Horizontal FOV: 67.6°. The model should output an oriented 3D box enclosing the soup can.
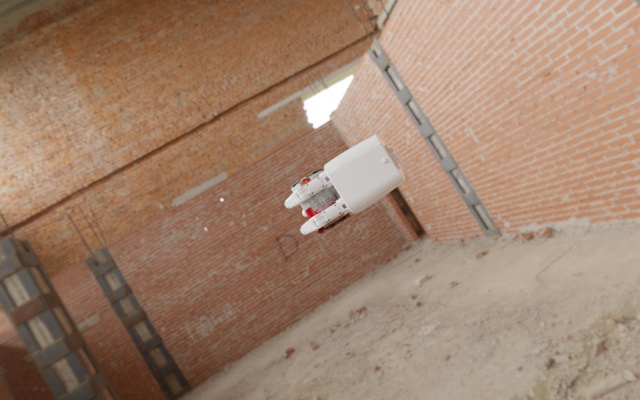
[{"bbox_3d":[0.000,0.003,0.865,0.068,0.102,0.068,-32,-2,-2],"label":"soup can"}]
